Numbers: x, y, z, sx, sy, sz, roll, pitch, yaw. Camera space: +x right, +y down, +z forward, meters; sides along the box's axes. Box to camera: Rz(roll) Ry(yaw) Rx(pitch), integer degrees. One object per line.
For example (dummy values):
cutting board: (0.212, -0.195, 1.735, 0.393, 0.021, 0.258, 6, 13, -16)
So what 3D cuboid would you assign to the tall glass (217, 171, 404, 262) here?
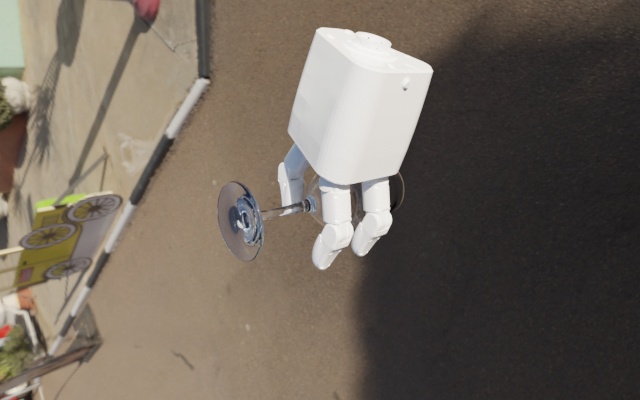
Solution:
tall glass: (-0.001, 0.002, 0.494, 0.201, 0.079, 0.079, -13, 8, -40)
